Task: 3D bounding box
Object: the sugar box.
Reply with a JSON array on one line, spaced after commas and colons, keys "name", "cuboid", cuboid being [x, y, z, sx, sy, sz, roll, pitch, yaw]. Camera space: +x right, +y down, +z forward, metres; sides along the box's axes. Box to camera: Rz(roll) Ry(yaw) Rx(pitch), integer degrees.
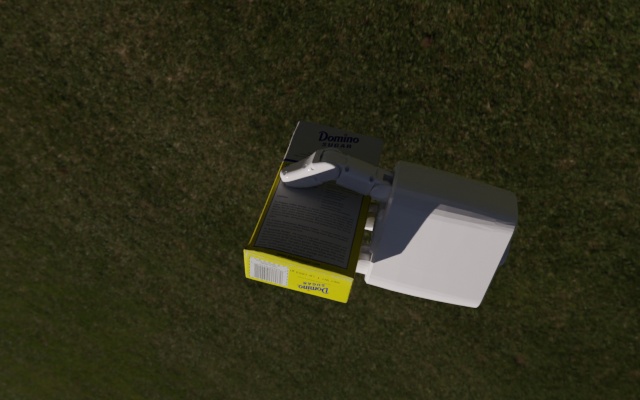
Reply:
[{"name": "sugar box", "cuboid": [0.000, 0.002, 0.450, 0.093, 0.176, 0.048, 14, -44, 4]}]
